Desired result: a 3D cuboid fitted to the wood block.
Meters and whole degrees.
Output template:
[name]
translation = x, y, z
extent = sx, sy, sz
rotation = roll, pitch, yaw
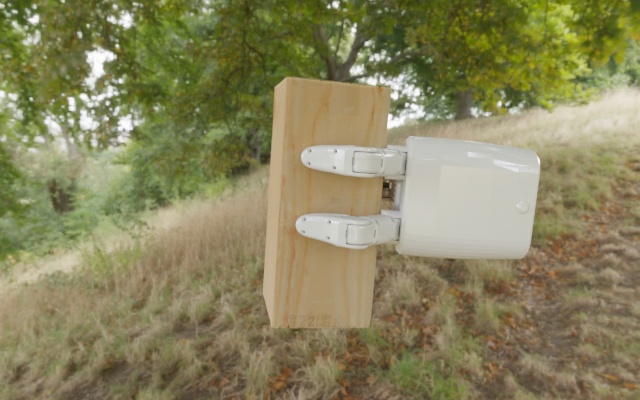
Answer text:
[wood block]
translation = 0.000, 0.001, 0.436
extent = 0.090, 0.206, 0.091
rotation = 3, 7, -11
